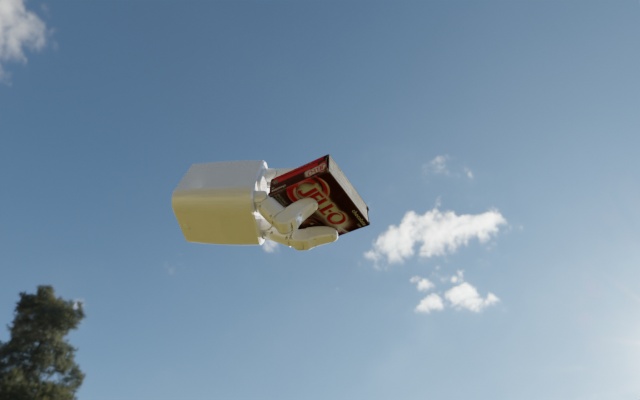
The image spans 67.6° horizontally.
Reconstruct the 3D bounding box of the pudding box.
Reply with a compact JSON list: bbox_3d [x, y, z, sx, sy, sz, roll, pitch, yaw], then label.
[{"bbox_3d":[0.000,0.002,0.625,0.090,0.039,0.113,-21,-48,24],"label":"pudding box"}]
